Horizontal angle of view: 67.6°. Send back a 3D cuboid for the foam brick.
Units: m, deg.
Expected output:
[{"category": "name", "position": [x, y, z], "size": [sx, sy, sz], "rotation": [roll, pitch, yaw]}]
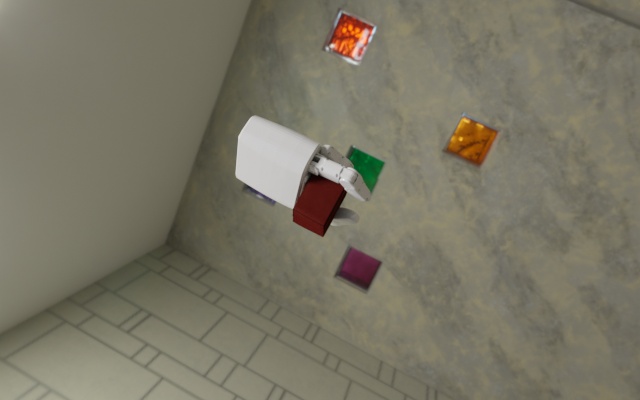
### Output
[{"category": "foam brick", "position": [0.000, 0.002, 0.671], "size": [0.051, 0.078, 0.053], "rotation": [26, -21, 7]}]
